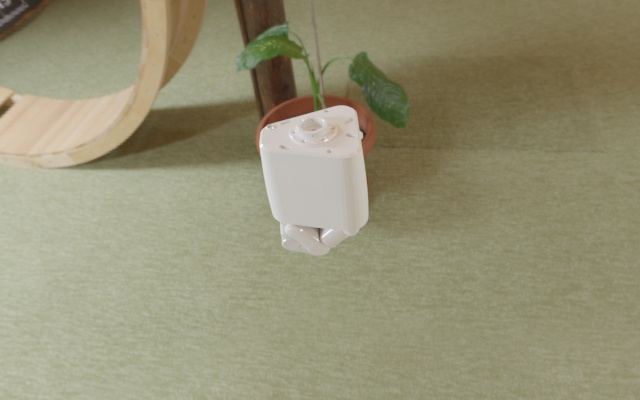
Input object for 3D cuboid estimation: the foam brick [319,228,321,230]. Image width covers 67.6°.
[{"bbox_3d":[0.000,0.002,0.608,0.053,0.051,0.078,-6,44,3],"label":"foam brick"}]
